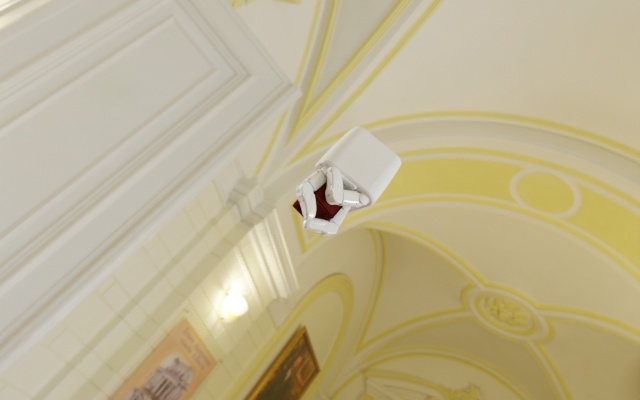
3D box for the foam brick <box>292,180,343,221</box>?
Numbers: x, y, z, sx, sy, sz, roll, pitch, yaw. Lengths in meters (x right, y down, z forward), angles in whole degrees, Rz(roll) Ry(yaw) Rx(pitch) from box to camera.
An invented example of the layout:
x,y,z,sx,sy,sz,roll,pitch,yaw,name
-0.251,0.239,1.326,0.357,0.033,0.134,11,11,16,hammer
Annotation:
x,y,z,sx,sy,sz,roll,pitch,yaw,name
0.000,0.003,0.819,0.051,0.053,0.078,-50,15,-30,foam brick
